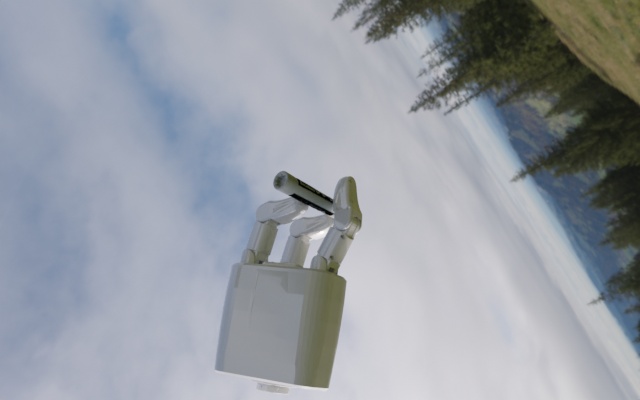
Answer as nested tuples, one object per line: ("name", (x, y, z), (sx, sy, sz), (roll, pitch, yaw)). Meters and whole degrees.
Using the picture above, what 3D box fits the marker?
("marker", (0.000, 0.002, 0.477), (0.020, 0.020, 0.121), (0, -20, 40))
